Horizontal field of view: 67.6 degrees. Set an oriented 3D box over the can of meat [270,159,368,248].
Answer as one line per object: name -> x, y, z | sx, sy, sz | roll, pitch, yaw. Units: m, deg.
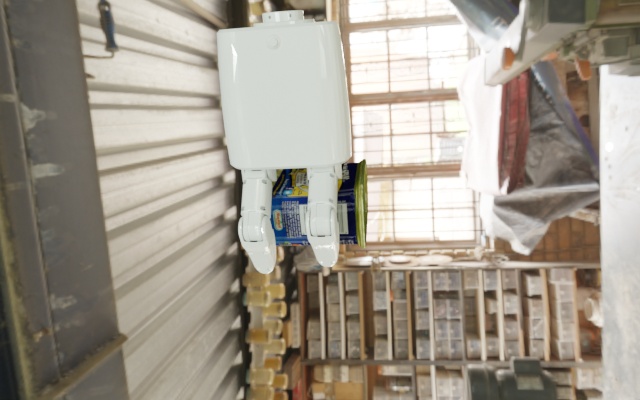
can of meat -> 0.000, 0.001, 0.436 | 0.084, 0.057, 0.102 | -2, 23, 8
